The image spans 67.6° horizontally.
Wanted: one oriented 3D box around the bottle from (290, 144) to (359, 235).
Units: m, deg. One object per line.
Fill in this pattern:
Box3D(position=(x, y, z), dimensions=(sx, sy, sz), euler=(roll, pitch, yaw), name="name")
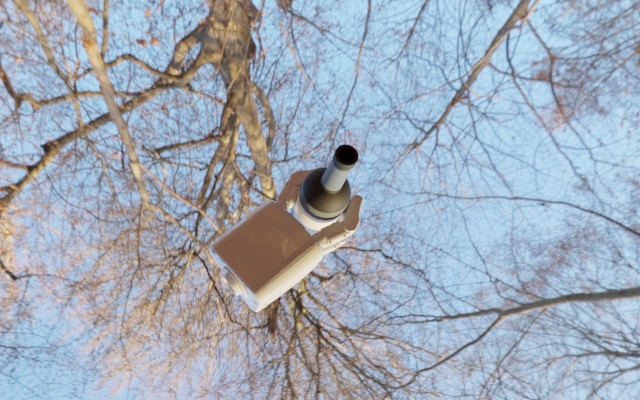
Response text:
Box3D(position=(0.000, 0.002, 0.668), dimensions=(0.069, 0.069, 0.296), euler=(0, -21, -12), name="bottle")
